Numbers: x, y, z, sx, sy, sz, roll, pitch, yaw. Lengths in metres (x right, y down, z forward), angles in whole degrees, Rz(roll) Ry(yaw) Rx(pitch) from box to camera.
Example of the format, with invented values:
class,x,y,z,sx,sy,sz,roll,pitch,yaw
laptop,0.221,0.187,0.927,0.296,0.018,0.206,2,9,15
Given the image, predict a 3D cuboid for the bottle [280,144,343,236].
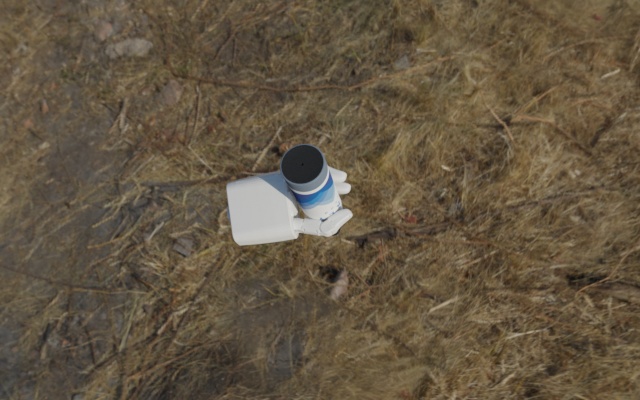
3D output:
class,x,y,z,sx,sy,sz,roll,pitch,yaw
bottle,0.000,0.003,0.814,0.069,0.069,0.296,0,-22,11
